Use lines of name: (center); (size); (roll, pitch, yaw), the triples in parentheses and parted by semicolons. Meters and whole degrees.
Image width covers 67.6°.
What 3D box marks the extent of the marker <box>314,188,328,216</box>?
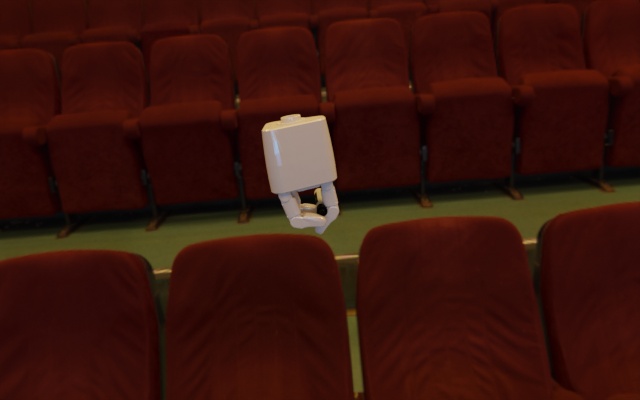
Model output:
marker: (0.000, 0.003, 0.851); (0.020, 0.020, 0.121); (0, 17, -2)
